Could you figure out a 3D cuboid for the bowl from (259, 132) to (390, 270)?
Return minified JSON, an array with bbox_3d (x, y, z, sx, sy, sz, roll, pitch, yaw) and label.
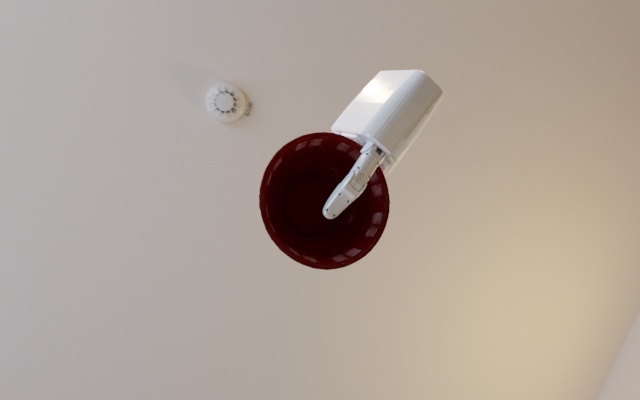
[{"bbox_3d":[-0.001,0.003,0.579,0.162,0.162,0.055,0,-5,-19],"label":"bowl"}]
